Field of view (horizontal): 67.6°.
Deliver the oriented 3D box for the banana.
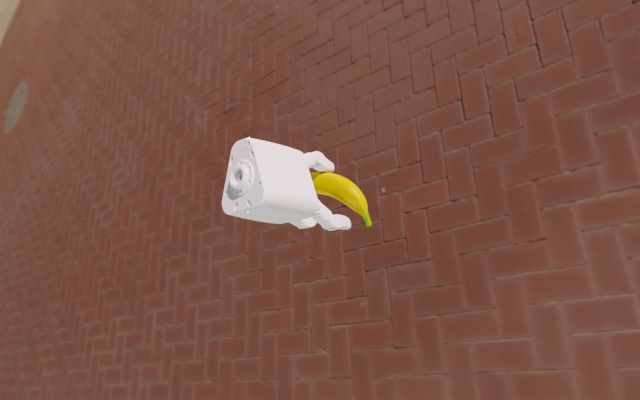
[{"bbox_3d":[0.007,-0.014,0.807,0.197,0.069,0.037,20,11,39],"label":"banana"}]
